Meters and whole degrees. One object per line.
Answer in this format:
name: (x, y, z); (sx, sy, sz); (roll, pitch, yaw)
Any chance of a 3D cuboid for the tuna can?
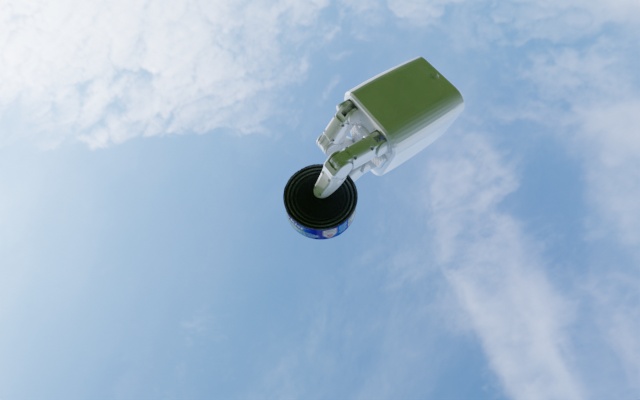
tuna can: (0.000, 0.002, 0.561); (0.086, 0.086, 0.034); (0, -28, 1)
